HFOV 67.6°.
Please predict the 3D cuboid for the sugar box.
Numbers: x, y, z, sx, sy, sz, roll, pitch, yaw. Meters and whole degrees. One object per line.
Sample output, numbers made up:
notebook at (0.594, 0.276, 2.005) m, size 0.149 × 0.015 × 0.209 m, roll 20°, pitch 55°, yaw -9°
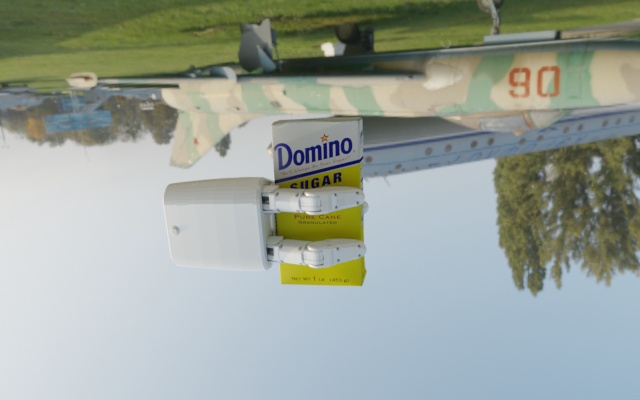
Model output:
sugar box at (0.000, 0.002, 0.509) m, size 0.093 × 0.176 × 0.048 m, roll -1°, pitch 15°, yaw 10°
